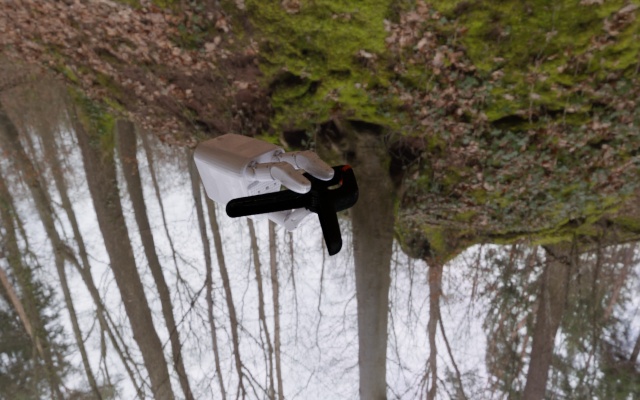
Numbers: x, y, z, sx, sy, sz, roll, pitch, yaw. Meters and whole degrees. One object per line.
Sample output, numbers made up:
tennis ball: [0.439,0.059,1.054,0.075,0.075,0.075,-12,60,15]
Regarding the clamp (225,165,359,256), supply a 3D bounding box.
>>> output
clamp: [0.000,0.003,0.652,0.164,0.036,0.210,24,34,28]
